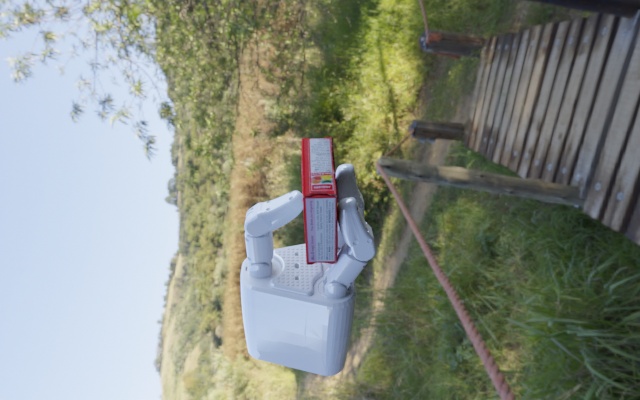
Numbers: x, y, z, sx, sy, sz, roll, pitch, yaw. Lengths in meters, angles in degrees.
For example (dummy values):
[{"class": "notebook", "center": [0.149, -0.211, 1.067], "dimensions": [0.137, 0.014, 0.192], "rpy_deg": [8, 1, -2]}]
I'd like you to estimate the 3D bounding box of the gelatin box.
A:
[{"class": "gelatin box", "center": [0.000, 0.001, 0.418], "dimensions": [0.030, 0.073, 0.089], "rpy_deg": [-2, -45, 0]}]
